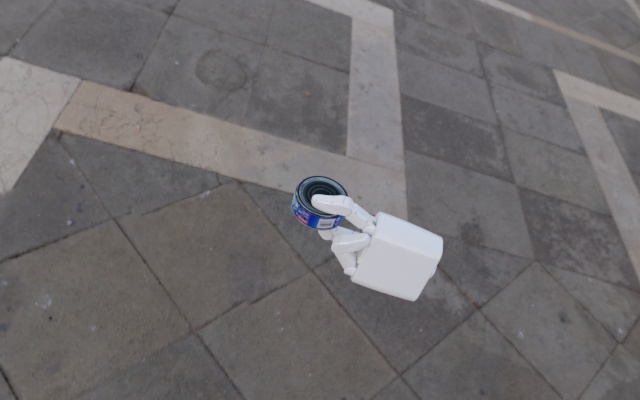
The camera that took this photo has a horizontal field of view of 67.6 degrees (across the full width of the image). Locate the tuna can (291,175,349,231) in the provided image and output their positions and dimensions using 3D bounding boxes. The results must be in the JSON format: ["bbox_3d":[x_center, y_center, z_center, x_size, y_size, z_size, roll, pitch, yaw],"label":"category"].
[{"bbox_3d":[0.000,0.002,0.732,0.086,0.086,0.034,0,-40,-18],"label":"tuna can"}]
